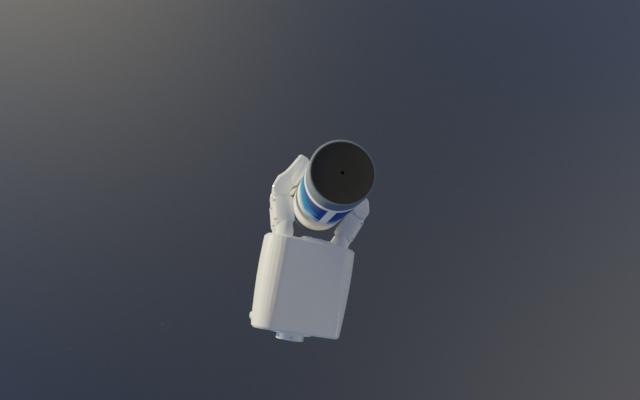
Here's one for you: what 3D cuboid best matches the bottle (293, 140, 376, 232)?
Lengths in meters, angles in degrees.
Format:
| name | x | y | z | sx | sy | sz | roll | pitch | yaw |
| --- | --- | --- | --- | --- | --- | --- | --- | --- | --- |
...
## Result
| name | x | y | z | sx | sy | sz | roll | pitch | yaw |
| --- | --- | --- | --- | --- | --- | --- | --- | --- | --- |
| bottle | 0.000 | 0.002 | 0.598 | 0.069 | 0.069 | 0.296 | 0 | -11 | -8 |
